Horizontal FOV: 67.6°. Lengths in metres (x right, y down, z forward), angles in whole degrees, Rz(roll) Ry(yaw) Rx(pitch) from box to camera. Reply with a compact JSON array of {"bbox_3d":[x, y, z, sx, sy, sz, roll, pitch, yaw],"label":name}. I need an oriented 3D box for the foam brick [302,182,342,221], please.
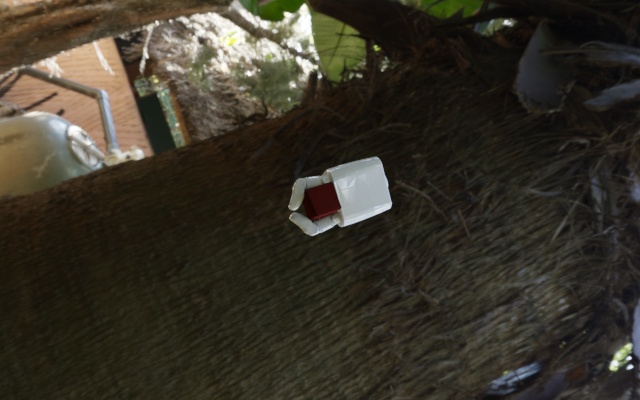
[{"bbox_3d":[0.000,0.003,0.880,0.051,0.053,0.078,-17,-5,-13],"label":"foam brick"}]
